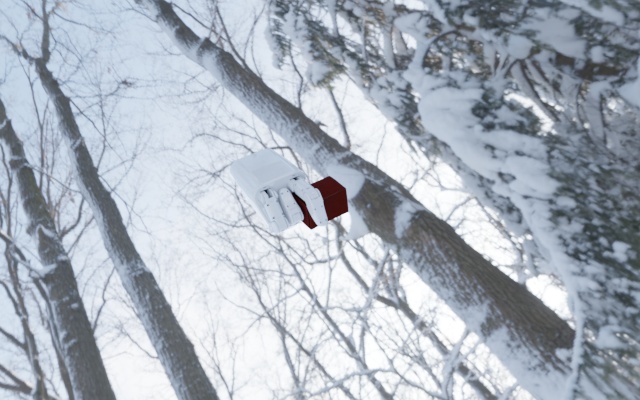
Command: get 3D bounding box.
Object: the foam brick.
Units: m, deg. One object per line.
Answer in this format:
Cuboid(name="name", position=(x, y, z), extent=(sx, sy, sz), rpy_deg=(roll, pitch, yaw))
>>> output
Cuboid(name="foam brick", position=(0.000, 0.003, 0.800), extent=(0.078, 0.053, 0.051), rpy_deg=(-24, 40, -23))
